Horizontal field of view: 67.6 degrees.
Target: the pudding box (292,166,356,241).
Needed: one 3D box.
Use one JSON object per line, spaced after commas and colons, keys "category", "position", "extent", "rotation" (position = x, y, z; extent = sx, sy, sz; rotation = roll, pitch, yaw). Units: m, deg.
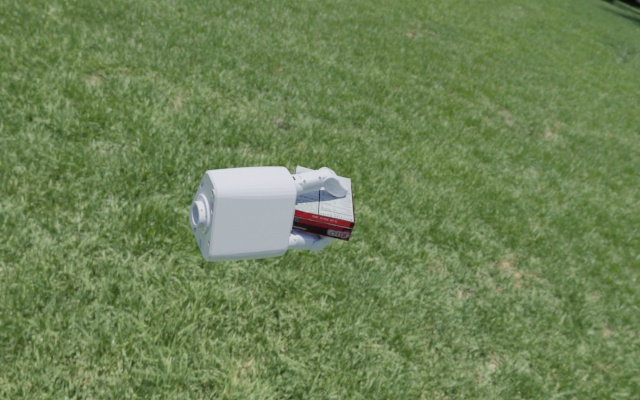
{"category": "pudding box", "position": [0.000, 0.002, 0.674], "extent": [0.090, 0.039, 0.113], "rotation": [14, 36, -9]}
